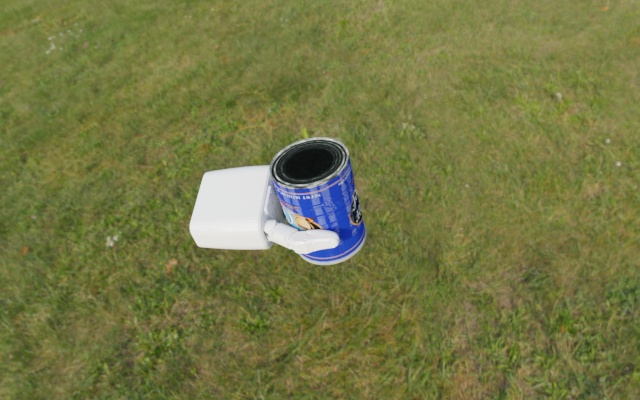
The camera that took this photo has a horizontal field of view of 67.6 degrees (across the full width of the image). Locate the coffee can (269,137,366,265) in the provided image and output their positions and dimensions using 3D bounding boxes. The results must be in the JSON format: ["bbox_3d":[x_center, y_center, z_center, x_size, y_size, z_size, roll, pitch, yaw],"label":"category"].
[{"bbox_3d":[0.000,0.002,0.637,0.103,0.140,0.102,-9,40,8],"label":"coffee can"}]
